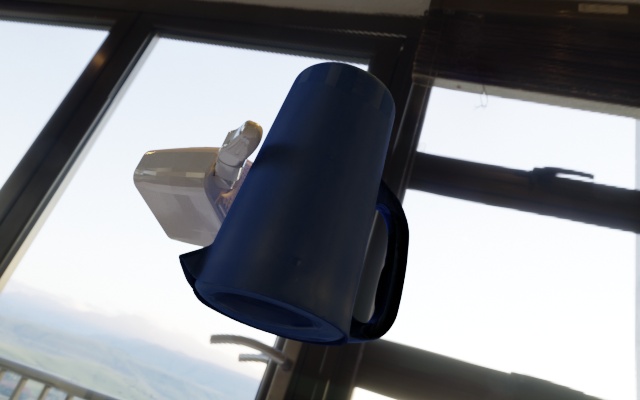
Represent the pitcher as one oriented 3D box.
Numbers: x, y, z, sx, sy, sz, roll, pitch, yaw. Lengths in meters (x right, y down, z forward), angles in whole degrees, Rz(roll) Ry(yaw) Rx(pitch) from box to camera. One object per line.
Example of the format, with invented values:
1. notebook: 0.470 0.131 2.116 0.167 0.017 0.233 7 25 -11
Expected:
1. pitcher: 0.000 0.001 0.433 0.145 0.242 0.149 2 -31 31
